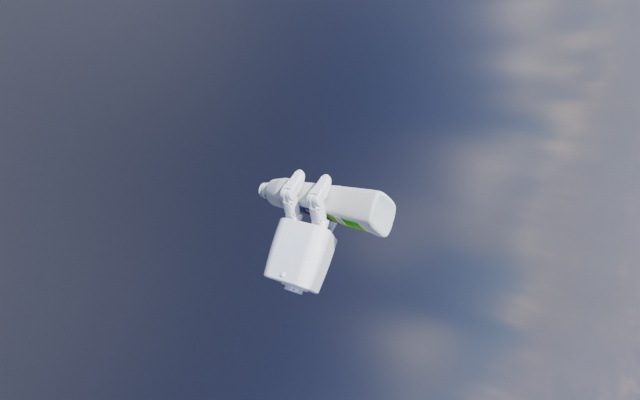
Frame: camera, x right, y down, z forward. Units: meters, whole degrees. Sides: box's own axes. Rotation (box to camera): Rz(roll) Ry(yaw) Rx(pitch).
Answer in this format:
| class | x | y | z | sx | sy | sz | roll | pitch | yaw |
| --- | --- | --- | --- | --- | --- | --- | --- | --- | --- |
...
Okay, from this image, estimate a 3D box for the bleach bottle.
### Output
| class | x | y | z | sx | sy | sz | roll | pitch | yaw |
| --- | --- | --- | --- | --- | --- | --- | --- | --- | --- |
| bleach bottle | 0.000 | 0.003 | 0.857 | 0.251 | 0.068 | 0.103 | 11 | -13 | 31 |
